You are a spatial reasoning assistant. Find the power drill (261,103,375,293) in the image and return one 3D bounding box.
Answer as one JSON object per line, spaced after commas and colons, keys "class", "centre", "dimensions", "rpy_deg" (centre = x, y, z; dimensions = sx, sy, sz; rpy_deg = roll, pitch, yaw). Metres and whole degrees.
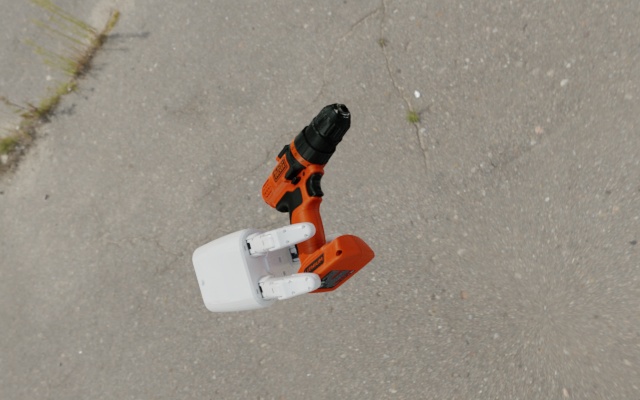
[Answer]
{"class": "power drill", "centre": [0.000, 0.002, 0.575], "dimensions": [0.057, 0.187, 0.184], "rpy_deg": [5, -37, -33]}
